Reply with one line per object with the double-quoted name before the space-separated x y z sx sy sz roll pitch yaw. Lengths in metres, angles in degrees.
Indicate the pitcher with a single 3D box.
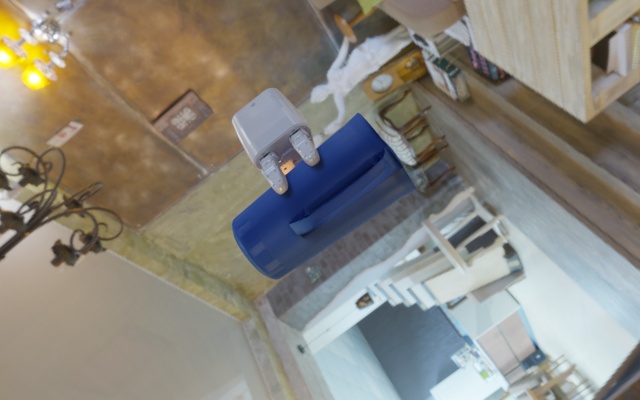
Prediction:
"pitcher" 0.000 0.002 0.657 0.243 0.145 0.149 -37 -35 5
